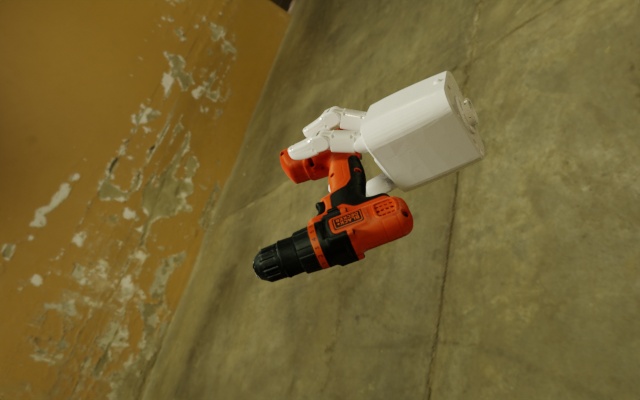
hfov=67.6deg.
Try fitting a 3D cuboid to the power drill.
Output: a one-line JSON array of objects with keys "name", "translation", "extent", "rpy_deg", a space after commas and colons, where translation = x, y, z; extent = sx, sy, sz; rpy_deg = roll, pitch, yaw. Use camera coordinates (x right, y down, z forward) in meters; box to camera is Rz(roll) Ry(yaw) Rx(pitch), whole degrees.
[{"name": "power drill", "translation": [0.000, 0.001, 0.576], "extent": [0.184, 0.187, 0.057], "rpy_deg": [-19, -46, 4]}]
